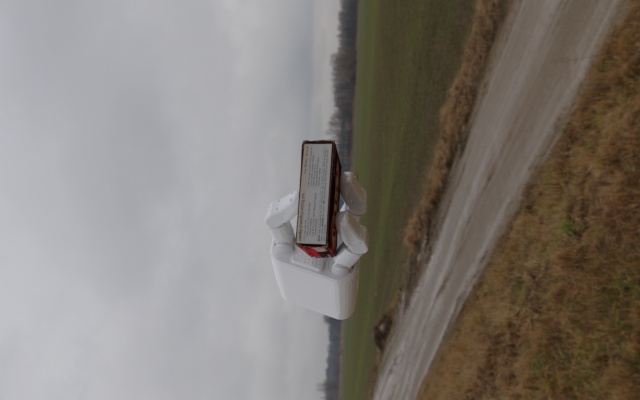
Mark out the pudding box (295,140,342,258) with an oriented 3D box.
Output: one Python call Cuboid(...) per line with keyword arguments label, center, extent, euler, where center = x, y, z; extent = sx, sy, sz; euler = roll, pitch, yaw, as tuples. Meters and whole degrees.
Cuboid(label="pudding box", center=(0.000, 0.002, 0.520), extent=(0.039, 0.113, 0.090), euler=(0, -13, 6))
